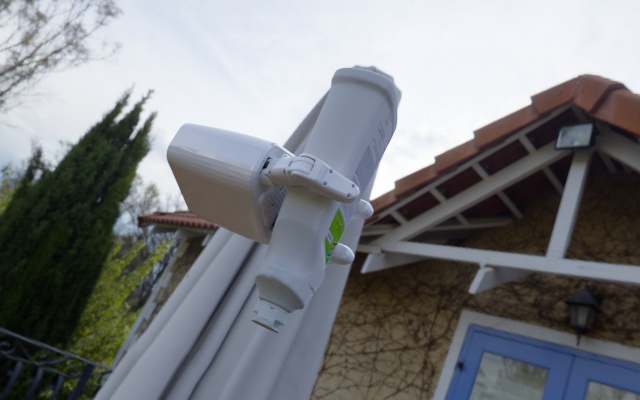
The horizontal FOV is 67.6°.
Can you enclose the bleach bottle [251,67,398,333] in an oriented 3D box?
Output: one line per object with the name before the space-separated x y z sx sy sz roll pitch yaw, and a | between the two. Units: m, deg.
bleach bottle | 0.000 0.002 0.457 0.068 0.250 0.103 18 -21 21
